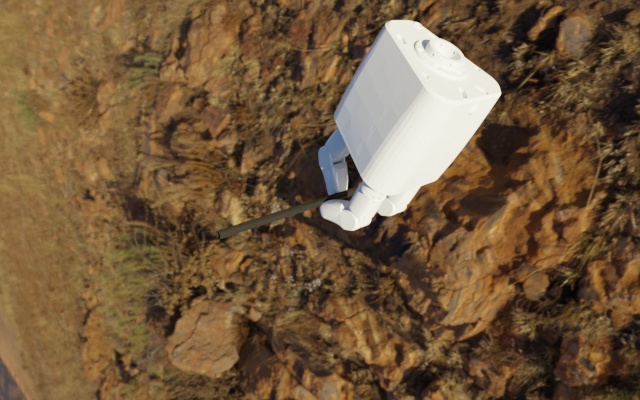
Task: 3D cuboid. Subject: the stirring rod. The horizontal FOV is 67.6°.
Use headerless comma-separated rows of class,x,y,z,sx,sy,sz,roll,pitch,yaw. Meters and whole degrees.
stirring rod,0.000,0.002,0.493,0.239,0.011,0.011,-18,11,-38
